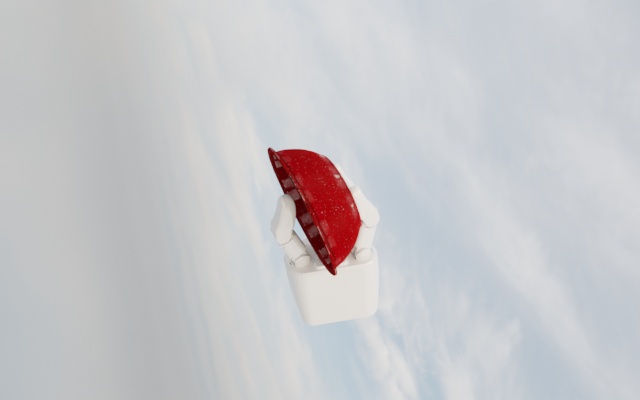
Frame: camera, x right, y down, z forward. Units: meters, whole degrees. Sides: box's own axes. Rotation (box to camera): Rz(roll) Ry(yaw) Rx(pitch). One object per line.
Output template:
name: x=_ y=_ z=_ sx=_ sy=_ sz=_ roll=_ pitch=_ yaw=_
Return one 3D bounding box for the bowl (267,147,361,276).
bowl: x=0.000 y=0.001 z=0.540 sx=0.055 sy=0.162 sz=0.162 roll=-28 pitch=4 yaw=-8
